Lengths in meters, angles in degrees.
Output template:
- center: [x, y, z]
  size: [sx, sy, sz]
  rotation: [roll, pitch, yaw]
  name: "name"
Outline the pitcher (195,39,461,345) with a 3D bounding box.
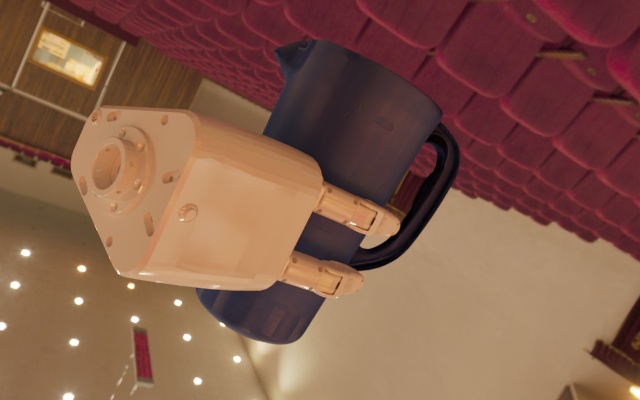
- center: [0.000, 0.001, 0.418]
  size: [0.149, 0.243, 0.145]
  rotation: [33, 8, 33]
  name: "pitcher"
